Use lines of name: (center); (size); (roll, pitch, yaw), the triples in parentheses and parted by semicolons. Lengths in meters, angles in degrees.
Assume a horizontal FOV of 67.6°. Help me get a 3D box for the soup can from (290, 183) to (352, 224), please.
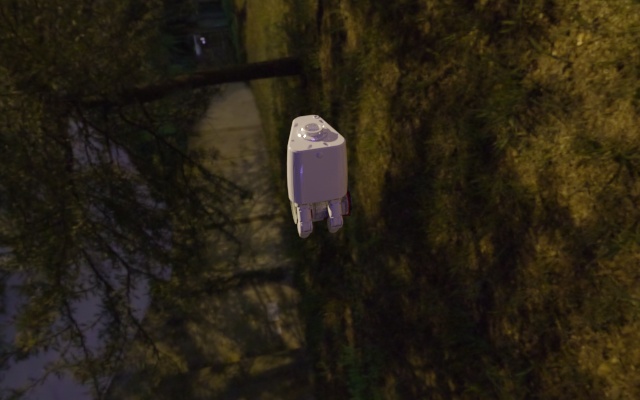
soup can: (0.000, 0.003, 0.867); (0.102, 0.068, 0.068); (-9, 1, -9)
